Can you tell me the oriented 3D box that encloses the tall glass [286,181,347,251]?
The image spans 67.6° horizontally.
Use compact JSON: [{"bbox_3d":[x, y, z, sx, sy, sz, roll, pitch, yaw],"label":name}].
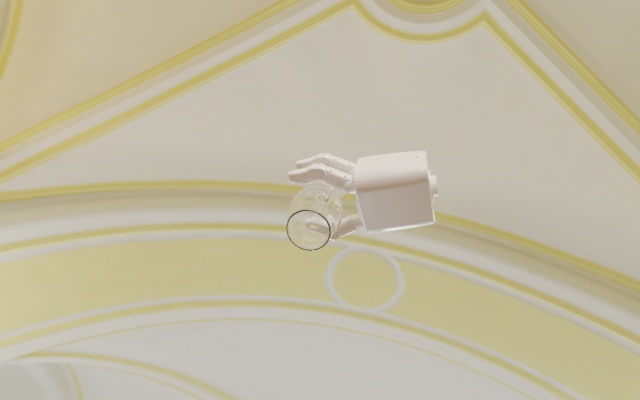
[{"bbox_3d":[0.000,0.002,0.731,0.079,0.079,0.201,0,23,11],"label":"tall glass"}]
